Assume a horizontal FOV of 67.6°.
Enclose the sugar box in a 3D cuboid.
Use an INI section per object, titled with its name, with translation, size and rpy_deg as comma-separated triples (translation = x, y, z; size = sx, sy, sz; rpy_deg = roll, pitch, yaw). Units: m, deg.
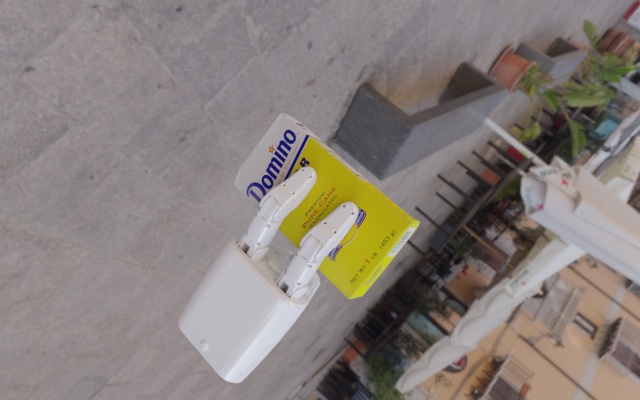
[sugar box]
translation = 0.000, 0.002, 0.469
size = 0.176, 0.093, 0.048
rpy_deg = 41, 12, 20
